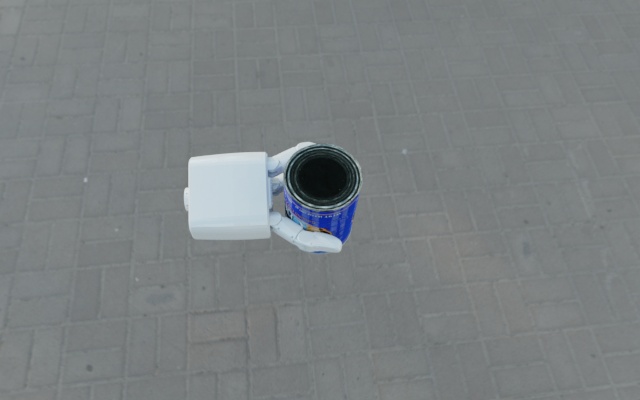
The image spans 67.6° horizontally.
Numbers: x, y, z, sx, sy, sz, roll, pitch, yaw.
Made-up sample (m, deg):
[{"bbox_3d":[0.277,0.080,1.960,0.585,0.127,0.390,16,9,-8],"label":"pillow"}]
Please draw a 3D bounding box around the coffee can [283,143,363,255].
[{"bbox_3d":[0.000,0.002,0.670,0.103,0.102,0.140,0,-29,-3],"label":"coffee can"}]
